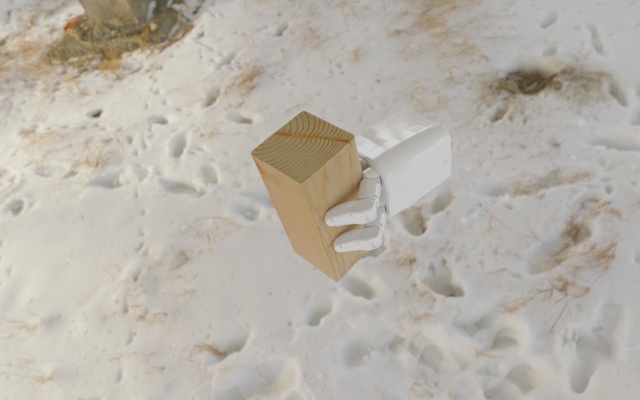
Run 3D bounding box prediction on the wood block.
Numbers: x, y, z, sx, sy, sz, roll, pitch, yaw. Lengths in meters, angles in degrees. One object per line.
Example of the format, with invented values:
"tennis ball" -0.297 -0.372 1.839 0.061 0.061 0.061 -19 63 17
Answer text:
"wood block" 0.000 0.002 0.616 0.090 0.206 0.090 32 65 35
